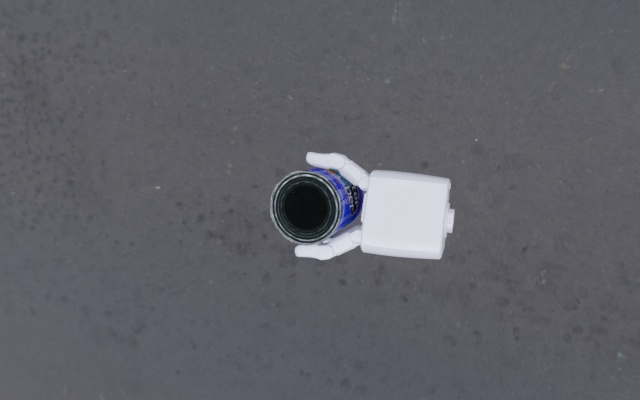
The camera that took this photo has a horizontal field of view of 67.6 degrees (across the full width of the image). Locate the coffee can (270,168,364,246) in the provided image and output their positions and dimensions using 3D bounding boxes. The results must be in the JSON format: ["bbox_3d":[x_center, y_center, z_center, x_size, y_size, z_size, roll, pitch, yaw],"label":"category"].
[{"bbox_3d":[0.000,0.002,0.706,0.103,0.103,0.140,0,7,18],"label":"coffee can"}]
